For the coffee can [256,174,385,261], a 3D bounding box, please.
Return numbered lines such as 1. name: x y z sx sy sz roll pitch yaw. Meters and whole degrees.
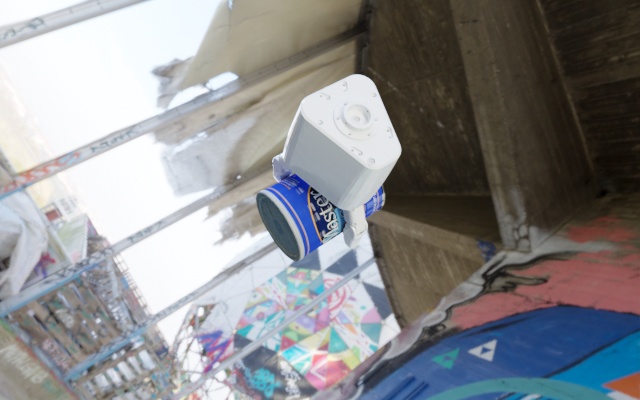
1. coffee can: 0.000 0.002 0.639 0.140 0.103 0.103 -30 12 -22
